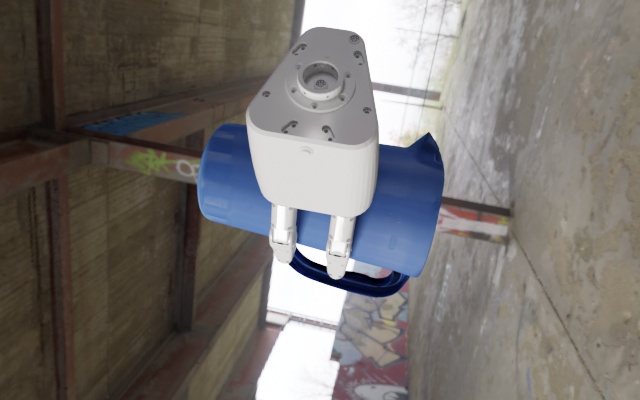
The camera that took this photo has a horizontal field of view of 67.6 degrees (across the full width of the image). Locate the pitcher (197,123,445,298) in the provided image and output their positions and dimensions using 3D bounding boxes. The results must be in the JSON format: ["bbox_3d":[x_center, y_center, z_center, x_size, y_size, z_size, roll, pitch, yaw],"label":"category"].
[{"bbox_3d":[0.000,0.002,0.509,0.243,0.149,0.145,11,-23,6],"label":"pitcher"}]
